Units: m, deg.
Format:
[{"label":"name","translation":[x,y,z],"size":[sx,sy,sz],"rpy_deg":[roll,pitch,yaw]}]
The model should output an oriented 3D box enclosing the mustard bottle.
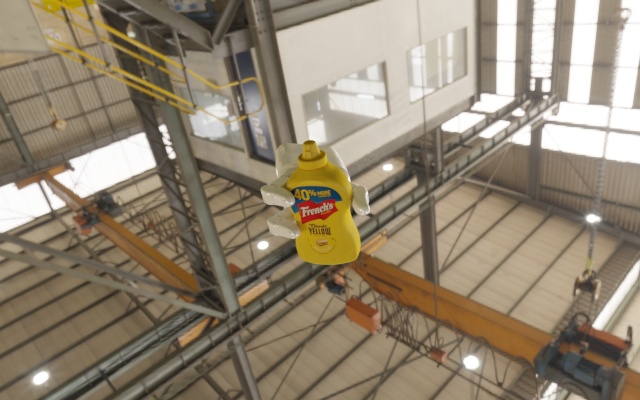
[{"label":"mustard bottle","translation":[0.000,0.003,0.697],"size":[0.096,0.192,0.058],"rpy_deg":[0,30,19]}]
